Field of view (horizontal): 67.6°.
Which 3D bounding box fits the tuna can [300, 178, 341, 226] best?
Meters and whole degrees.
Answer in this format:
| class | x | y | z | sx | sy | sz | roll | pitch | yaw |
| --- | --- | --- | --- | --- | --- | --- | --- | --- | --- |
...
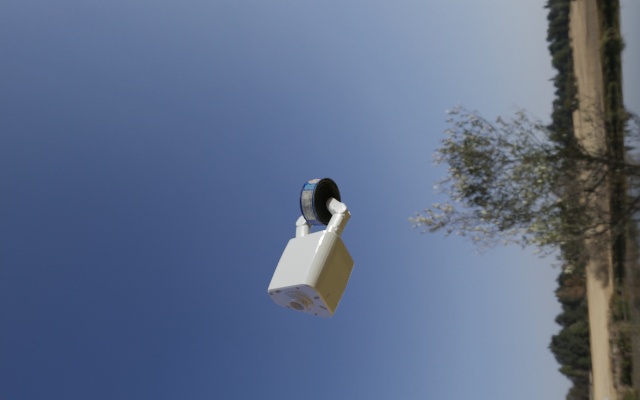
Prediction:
| class | x | y | z | sx | sy | sz | roll | pitch | yaw |
| --- | --- | --- | --- | --- | --- | --- | --- | --- | --- |
| tuna can | 0.000 | 0.003 | 0.854 | 0.034 | 0.086 | 0.086 | -2 | -1 | 35 |
